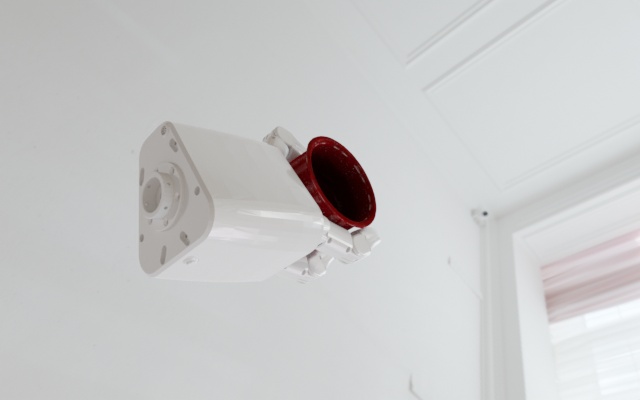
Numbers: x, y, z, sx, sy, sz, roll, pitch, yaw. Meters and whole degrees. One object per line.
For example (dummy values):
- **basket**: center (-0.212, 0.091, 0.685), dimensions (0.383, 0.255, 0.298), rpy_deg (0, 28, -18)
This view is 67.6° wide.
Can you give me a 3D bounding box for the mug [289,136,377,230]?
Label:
- **mug**: center (0.001, 0.002, 0.459), dimensions (0.081, 0.093, 0.117), rpy_deg (-32, -28, 32)
